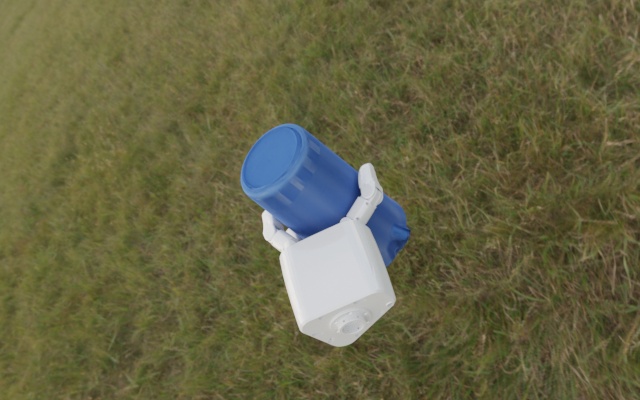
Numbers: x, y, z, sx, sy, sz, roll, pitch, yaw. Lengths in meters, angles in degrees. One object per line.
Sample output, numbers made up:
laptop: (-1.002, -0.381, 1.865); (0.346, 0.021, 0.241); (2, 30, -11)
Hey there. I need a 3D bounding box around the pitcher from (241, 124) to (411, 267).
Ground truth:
pitcher: (0.000, 0.002, 0.668); (0.149, 0.145, 0.243); (-36, -46, 17)
